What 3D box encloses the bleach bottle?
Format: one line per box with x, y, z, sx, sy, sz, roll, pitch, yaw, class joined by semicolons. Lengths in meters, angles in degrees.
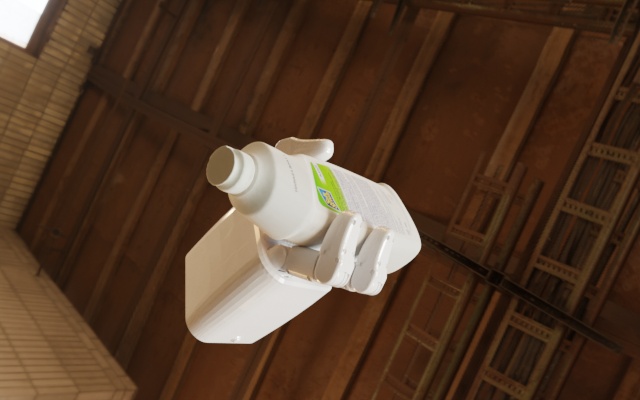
0.000;0.001;0.429;0.068;0.102;0.251;-40;-34;20;bleach bottle
